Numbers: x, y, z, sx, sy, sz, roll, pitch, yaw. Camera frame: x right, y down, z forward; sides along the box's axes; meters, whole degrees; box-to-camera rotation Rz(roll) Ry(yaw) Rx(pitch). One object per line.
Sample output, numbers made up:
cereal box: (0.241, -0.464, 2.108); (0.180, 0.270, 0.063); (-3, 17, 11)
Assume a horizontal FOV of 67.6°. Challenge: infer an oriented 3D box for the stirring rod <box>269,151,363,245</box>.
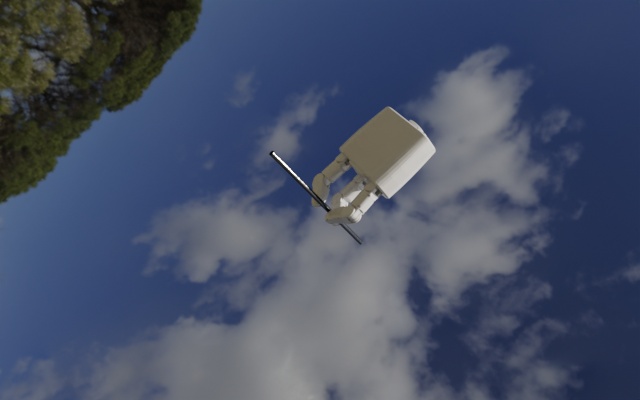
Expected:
stirring rod: (0.000, 0.002, 0.739); (0.011, 0.011, 0.240); (0, -35, 44)
